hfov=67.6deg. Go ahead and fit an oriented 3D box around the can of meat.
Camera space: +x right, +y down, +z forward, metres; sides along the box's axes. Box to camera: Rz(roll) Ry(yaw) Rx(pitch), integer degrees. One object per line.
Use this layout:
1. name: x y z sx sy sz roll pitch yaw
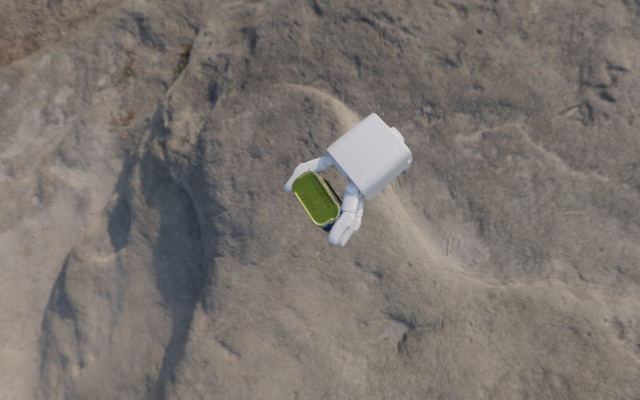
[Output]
1. can of meat: 0.000 0.003 0.821 0.057 0.102 0.084 -36 -14 5
